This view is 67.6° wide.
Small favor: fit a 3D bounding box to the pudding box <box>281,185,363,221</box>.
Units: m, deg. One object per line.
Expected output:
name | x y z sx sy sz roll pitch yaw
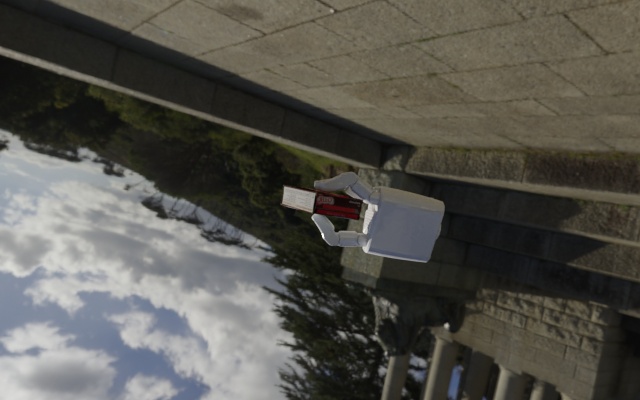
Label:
pudding box | 0.000 0.003 0.776 0.090 0.039 0.113 11 0 -32
